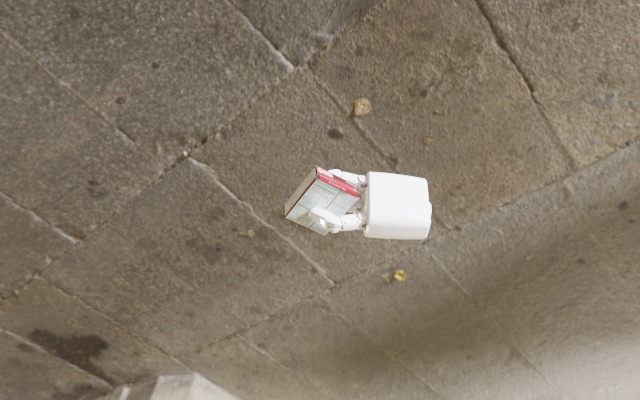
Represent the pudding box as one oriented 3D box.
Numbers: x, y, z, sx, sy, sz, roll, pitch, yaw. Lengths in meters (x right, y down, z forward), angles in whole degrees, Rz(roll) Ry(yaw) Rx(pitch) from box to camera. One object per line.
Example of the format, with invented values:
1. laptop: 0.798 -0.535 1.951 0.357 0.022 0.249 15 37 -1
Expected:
1. pudding box: 0.000 0.003 0.830 0.090 0.113 0.039 26 34 -22
